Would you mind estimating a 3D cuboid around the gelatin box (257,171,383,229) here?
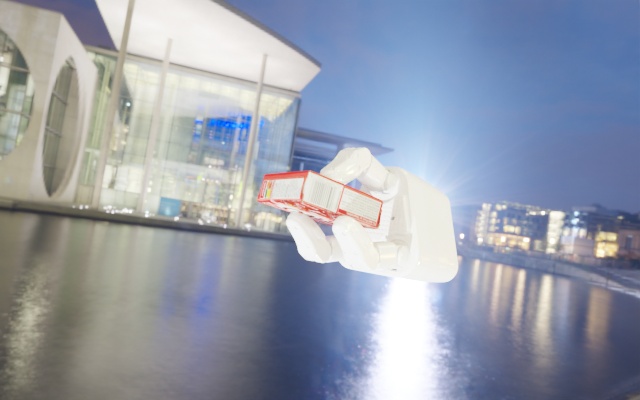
[{"bbox_3d":[0.000,0.001,0.430,0.089,0.030,0.073,21,-12,-35],"label":"gelatin box"}]
